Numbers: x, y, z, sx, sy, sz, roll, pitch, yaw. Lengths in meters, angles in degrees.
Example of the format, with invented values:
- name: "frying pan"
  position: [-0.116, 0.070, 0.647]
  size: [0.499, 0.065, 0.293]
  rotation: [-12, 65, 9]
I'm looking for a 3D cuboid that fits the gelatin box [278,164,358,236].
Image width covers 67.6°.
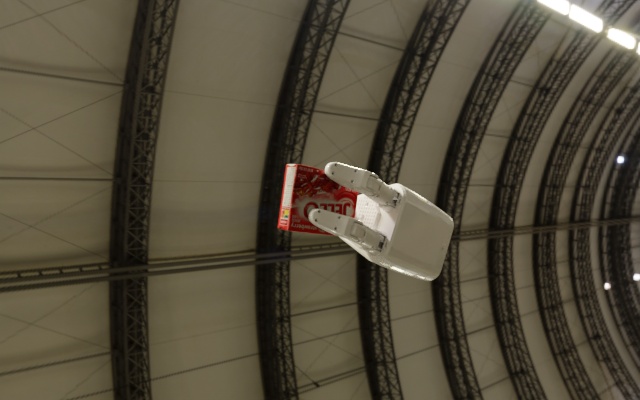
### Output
- name: "gelatin box"
  position: [0.000, 0.002, 0.543]
  size: [0.089, 0.073, 0.030]
  rotation: [9, -2, -32]
